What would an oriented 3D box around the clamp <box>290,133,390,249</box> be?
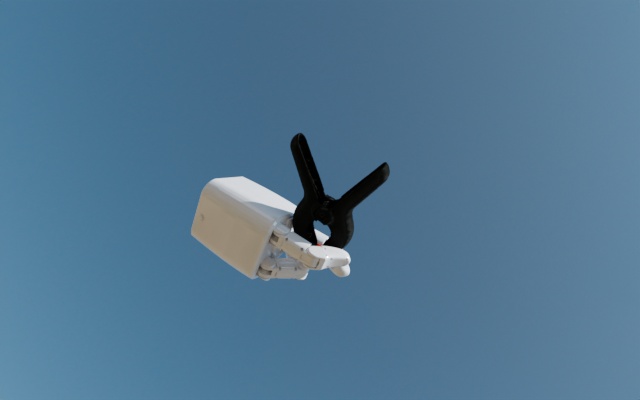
[{"bbox_3d":[0.000,0.002,0.584,0.120,0.171,0.039,31,31,13],"label":"clamp"}]
